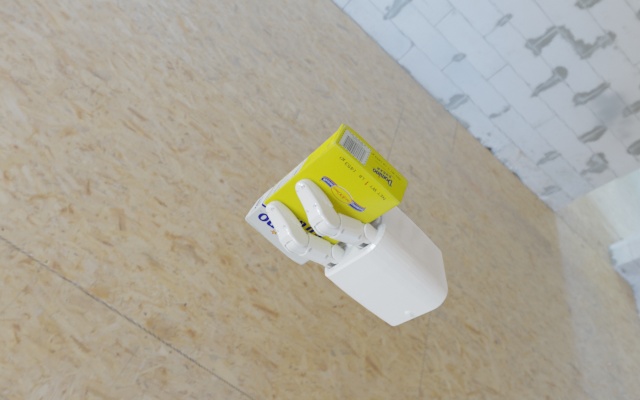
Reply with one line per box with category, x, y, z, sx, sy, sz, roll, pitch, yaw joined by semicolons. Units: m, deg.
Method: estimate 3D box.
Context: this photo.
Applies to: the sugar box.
sugar box;0.000;0.002;0.527;0.176;0.093;0.048;-39;15;40
